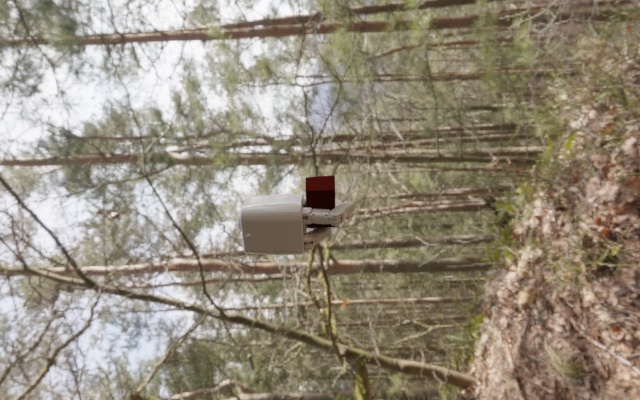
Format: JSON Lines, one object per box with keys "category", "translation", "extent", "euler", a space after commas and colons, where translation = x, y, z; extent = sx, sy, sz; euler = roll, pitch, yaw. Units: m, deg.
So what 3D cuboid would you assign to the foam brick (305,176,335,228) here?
{"category": "foam brick", "translation": [0.000, 0.002, 0.837], "extent": [0.051, 0.078, 0.053], "euler": [-1, 30, 0]}
